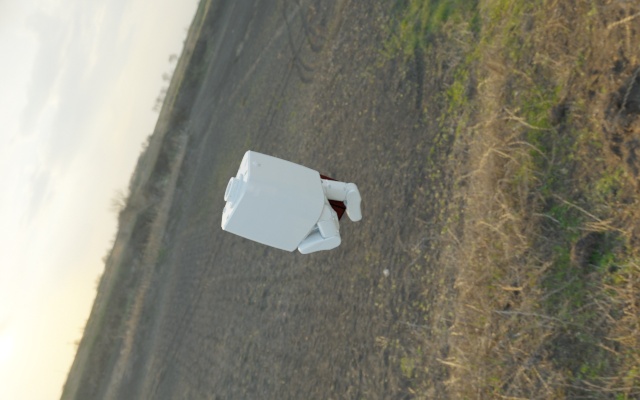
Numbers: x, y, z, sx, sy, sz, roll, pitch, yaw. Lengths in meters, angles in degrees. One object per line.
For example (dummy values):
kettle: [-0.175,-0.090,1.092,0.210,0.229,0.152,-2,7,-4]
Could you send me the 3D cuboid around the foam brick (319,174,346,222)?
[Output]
foam brick: [0.000,0.002,0.719,0.051,0.053,0.078,17,30,-19]
